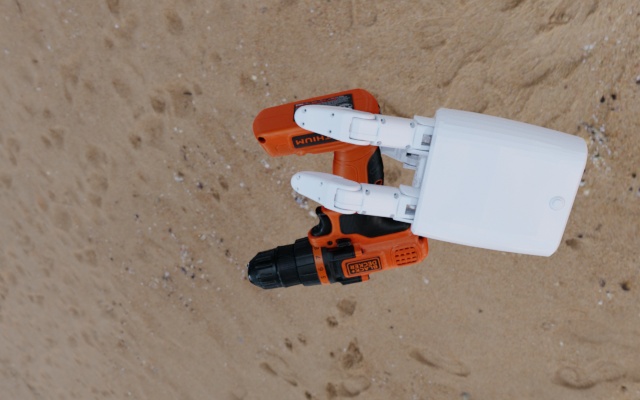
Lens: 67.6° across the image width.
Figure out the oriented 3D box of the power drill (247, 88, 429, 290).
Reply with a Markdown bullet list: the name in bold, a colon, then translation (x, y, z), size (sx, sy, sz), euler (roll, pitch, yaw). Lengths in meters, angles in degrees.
- **power drill**: translation (0.000, 0.001, 0.443), size (0.184, 0.188, 0.057), euler (-13, 35, 5)
